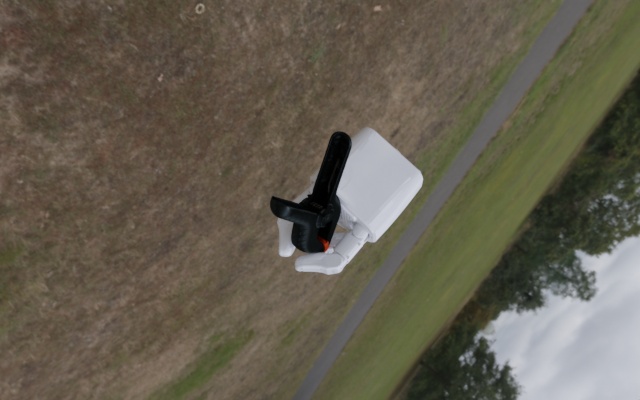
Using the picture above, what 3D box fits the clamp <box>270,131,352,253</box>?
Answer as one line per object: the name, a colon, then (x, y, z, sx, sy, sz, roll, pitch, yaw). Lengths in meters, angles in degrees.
clamp: (0.000, 0.002, 0.546, 0.039, 0.120, 0.171, 38, -17, 21)
